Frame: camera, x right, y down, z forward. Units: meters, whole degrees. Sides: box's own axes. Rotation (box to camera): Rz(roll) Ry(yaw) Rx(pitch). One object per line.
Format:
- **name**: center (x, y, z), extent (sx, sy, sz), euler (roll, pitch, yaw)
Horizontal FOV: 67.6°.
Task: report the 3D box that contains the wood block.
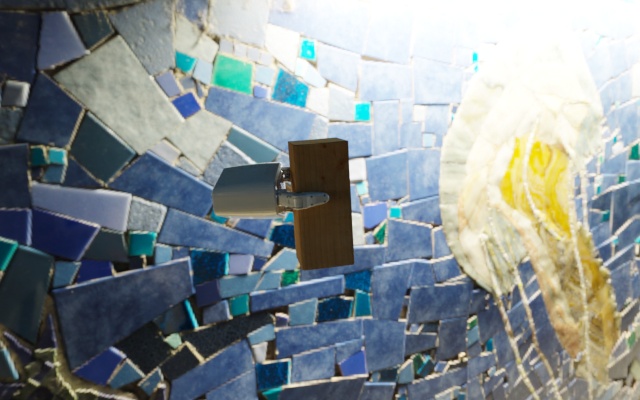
- **wood block**: center (0.000, 0.003, 0.806), extent (0.090, 0.206, 0.091), euler (-6, 12, -9)
